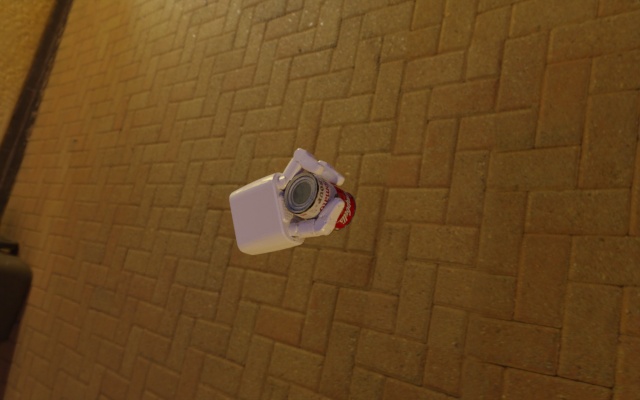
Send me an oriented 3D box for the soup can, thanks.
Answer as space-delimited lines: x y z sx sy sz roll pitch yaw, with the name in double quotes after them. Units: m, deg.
0.000 0.002 0.748 0.068 0.068 0.102 0 -17 39 "soup can"
